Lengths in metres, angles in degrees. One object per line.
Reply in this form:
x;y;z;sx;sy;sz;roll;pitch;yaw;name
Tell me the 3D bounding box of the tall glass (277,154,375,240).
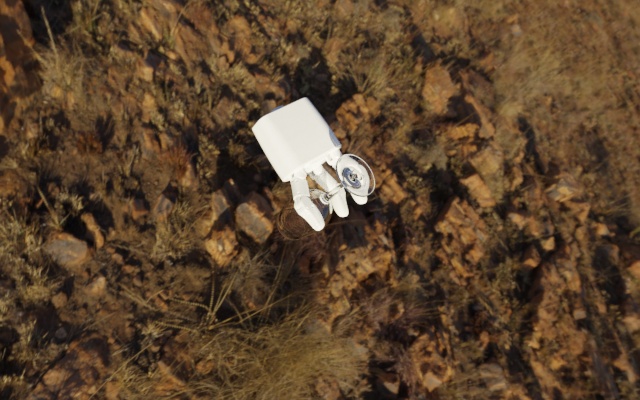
0.001;0.002;0.805;0.079;0.079;0.201;0;-25;-37;tall glass
